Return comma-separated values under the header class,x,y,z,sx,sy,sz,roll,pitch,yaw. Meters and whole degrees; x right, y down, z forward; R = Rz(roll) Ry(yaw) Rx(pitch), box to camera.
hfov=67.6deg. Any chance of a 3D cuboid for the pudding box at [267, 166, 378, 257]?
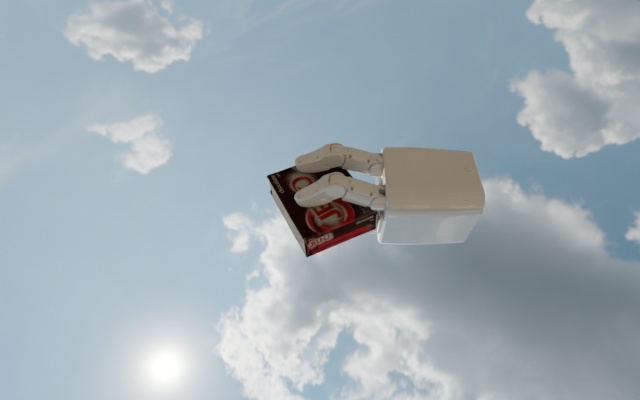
class,x,y,z,sx,sy,sz,roll,pitch,yaw
pudding box,0.000,0.002,0.555,0.090,0.039,0.113,-21,48,-16
